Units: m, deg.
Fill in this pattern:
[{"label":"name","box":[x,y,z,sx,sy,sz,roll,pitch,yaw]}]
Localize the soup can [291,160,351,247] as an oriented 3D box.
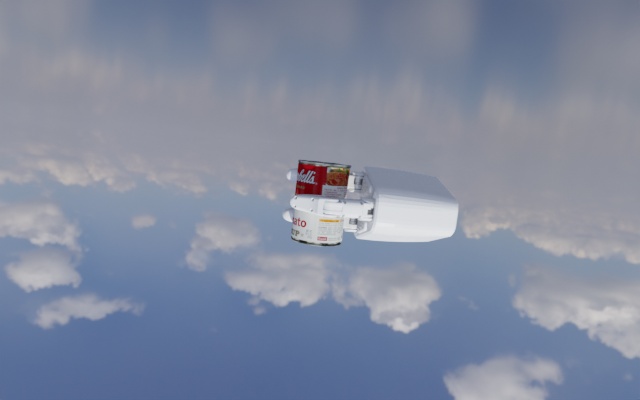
[{"label":"soup can","box":[0.000,0.002,0.611,0.068,0.102,0.068,6,6,-1]}]
